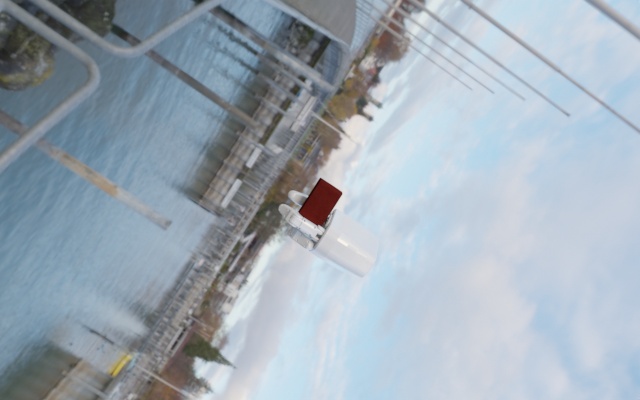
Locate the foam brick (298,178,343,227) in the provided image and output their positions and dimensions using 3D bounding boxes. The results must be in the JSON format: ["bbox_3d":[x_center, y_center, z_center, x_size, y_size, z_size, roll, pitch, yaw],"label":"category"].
[{"bbox_3d":[0.000,0.003,0.886,0.051,0.078,0.053,33,6,-1],"label":"foam brick"}]
